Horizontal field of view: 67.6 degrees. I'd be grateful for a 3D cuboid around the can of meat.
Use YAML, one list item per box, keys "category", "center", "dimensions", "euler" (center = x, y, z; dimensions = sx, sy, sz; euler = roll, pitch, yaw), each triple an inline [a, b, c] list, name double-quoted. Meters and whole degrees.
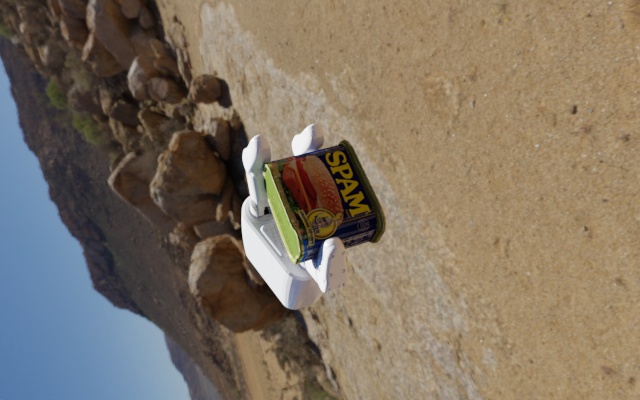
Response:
- category: "can of meat"
  center: [0.000, 0.002, 0.447]
  dimensions: [0.084, 0.102, 0.057]
  euler: [-16, -23, -17]
